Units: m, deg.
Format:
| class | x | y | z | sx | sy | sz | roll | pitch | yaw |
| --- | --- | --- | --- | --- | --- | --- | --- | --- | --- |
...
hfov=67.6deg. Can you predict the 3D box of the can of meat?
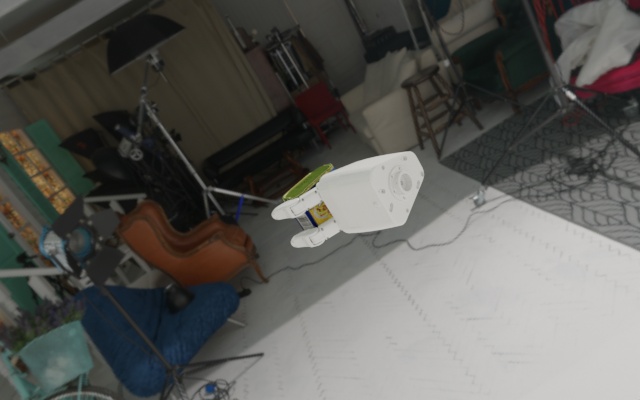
| class | x | y | z | sx | sy | sz | roll | pitch | yaw |
| --- | --- | --- | --- | --- | --- | --- | --- | --- | --- |
| can of meat | 0.000 | 0.002 | 0.763 | 0.102 | 0.084 | 0.057 | -43 | 21 | -30 |
